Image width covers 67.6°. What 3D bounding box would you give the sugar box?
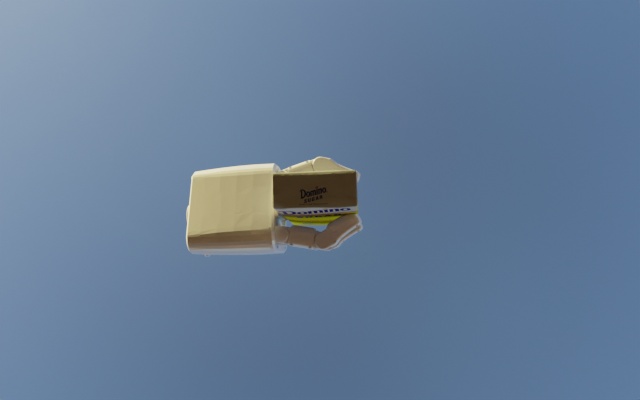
[{"bbox_3d":[0.000,0.002,0.587,0.093,0.048,0.176,-2,-7,5],"label":"sugar box"}]
